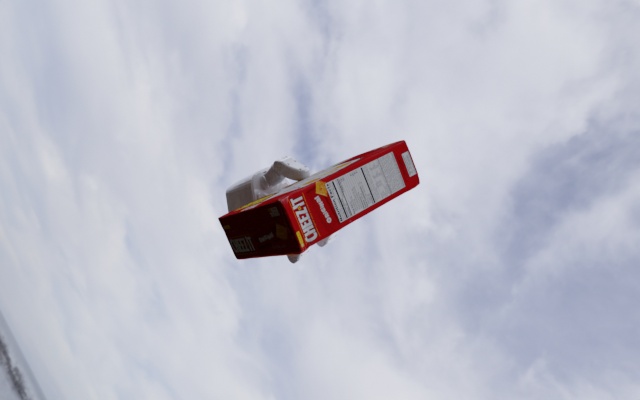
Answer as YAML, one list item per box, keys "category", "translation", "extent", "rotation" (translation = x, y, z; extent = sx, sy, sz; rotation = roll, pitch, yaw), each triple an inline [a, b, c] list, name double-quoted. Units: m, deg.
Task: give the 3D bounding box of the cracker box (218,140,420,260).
- category: "cracker box"
  translation: [0.000, 0.002, 0.623]
  extent: [0.213, 0.072, 0.164]
  rotation: [-27, 7, -35]
